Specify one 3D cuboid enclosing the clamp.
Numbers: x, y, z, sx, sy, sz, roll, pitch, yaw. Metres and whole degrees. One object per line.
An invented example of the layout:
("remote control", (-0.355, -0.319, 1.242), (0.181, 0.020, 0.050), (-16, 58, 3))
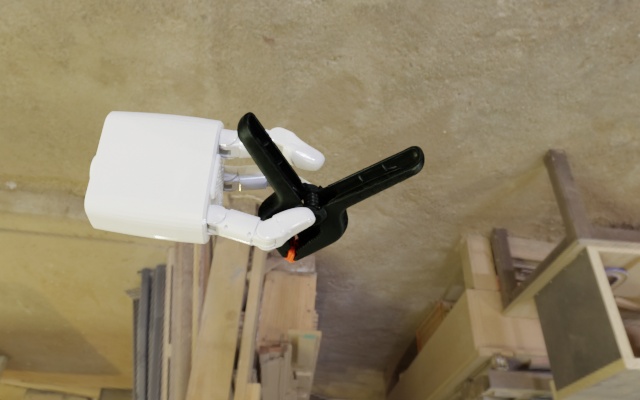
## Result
("clamp", (0.000, 0.003, 0.476), (0.164, 0.036, 0.210), (7, -37, -5))
